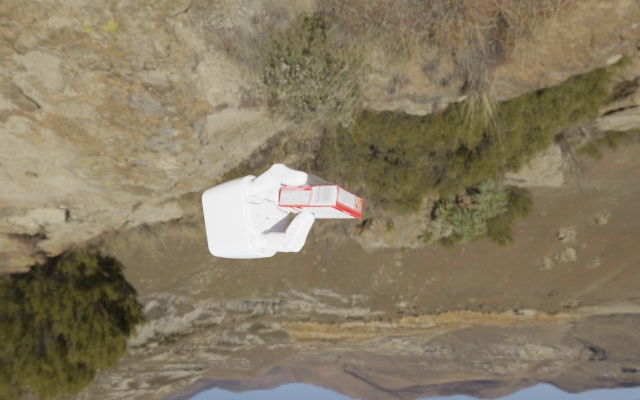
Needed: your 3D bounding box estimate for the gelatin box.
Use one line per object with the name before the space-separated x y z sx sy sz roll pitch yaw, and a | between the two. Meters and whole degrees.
gelatin box | 0.000 0.002 0.626 0.089 0.030 0.073 0 -14 31
